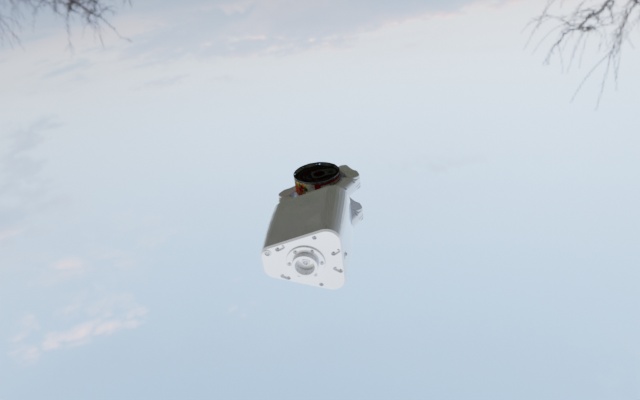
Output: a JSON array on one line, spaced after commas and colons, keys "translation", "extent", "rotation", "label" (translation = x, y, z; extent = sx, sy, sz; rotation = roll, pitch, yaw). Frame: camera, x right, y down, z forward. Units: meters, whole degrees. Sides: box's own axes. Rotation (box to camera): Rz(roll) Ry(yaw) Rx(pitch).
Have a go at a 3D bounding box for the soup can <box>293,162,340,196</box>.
[{"translation": [0.000, 0.002, 0.714], "extent": [0.068, 0.102, 0.068], "rotation": [-6, 29, 3], "label": "soup can"}]
